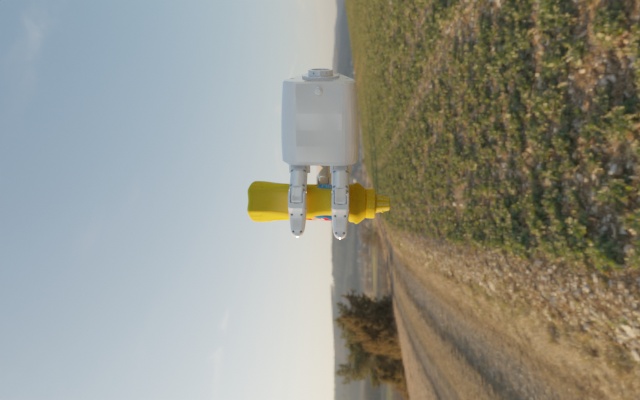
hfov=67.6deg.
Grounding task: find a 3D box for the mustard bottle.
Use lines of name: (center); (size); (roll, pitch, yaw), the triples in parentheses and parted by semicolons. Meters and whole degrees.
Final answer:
mustard bottle: (0.000, 0.003, 0.666); (0.191, 0.058, 0.096); (1, -3, 3)
